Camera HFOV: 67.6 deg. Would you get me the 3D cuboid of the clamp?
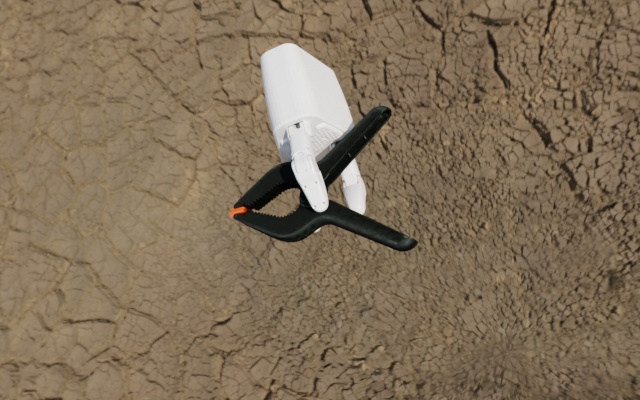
[{"bbox_3d":[-0.001,0.001,0.525,0.210,0.164,0.036,-21,-24,14],"label":"clamp"}]
